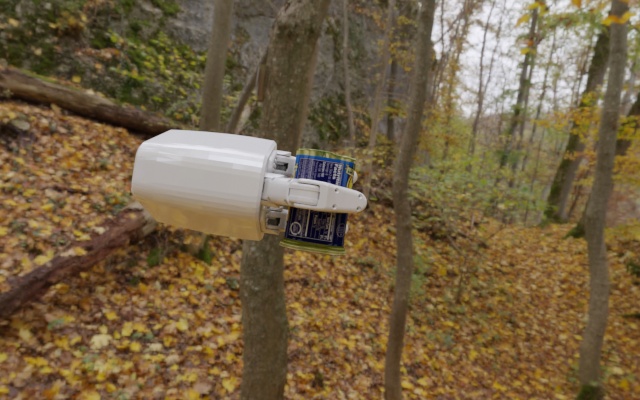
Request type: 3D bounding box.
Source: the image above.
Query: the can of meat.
[{"bbox_3d":[0.000,0.001,0.437,0.057,0.084,0.102,8,0,1],"label":"can of meat"}]
